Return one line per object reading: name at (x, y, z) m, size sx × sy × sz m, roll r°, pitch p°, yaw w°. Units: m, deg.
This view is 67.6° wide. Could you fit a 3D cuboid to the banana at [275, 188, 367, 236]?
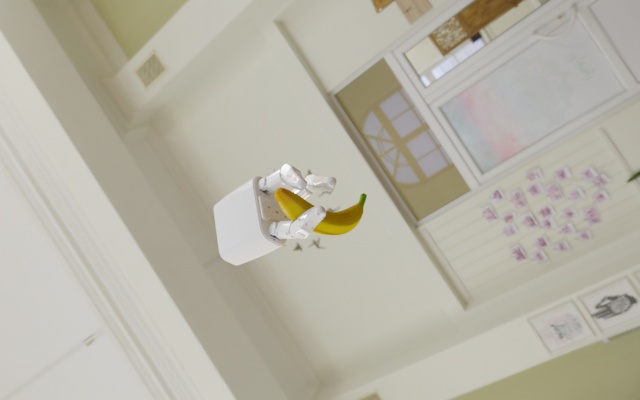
banana at (0.006, 0.021, 0.742) m, size 0.037 × 0.069 × 0.198 m, roll -20°, pitch -16°, yaw 40°
